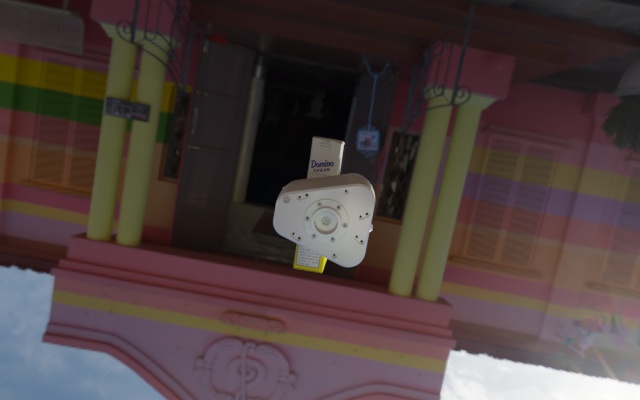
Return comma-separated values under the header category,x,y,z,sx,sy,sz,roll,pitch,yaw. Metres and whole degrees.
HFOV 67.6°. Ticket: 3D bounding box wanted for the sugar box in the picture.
category,x,y,z,sx,sy,sz,roll,pitch,yaw
sugar box,0.001,0.002,0.661,0.048,0.176,0.093,11,7,3
